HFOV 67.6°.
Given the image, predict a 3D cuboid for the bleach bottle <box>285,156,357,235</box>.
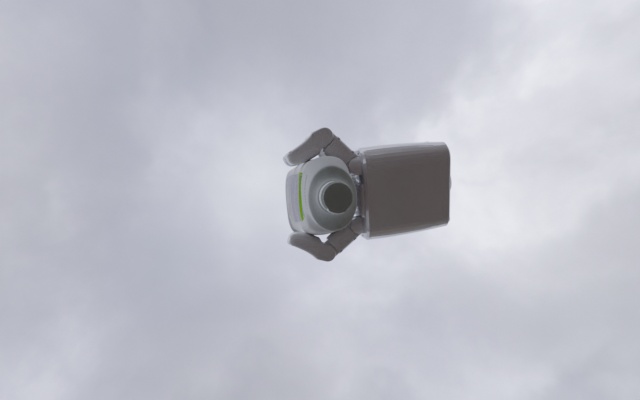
[{"bbox_3d":[0.000,0.002,0.564,0.068,0.102,0.251,-7,3,-8],"label":"bleach bottle"}]
